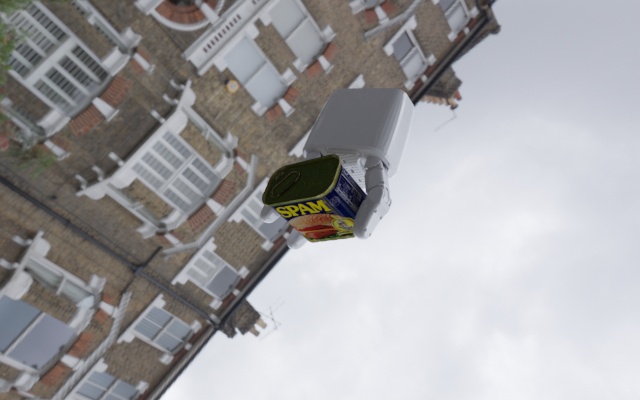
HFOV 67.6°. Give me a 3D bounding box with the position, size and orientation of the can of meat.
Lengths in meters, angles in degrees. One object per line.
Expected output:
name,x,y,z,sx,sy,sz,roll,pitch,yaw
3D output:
can of meat,0.000,0.002,0.539,0.102,0.057,0.084,-10,-42,38
